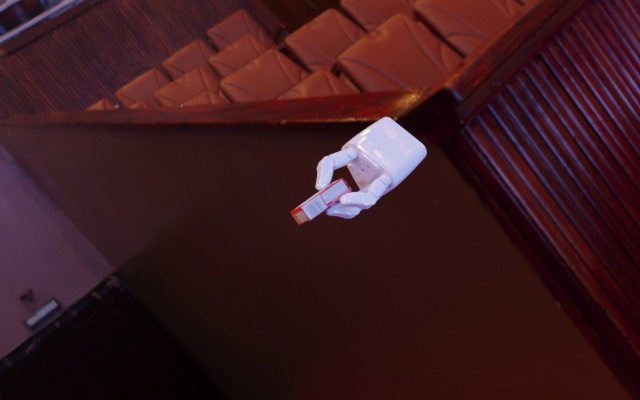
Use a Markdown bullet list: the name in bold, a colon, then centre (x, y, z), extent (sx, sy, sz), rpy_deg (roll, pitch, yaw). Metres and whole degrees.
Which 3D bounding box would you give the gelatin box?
- **gelatin box**: centre (0.000, 0.002, 0.790), extent (0.089, 0.030, 0.073), rpy_deg (-35, 3, -19)
